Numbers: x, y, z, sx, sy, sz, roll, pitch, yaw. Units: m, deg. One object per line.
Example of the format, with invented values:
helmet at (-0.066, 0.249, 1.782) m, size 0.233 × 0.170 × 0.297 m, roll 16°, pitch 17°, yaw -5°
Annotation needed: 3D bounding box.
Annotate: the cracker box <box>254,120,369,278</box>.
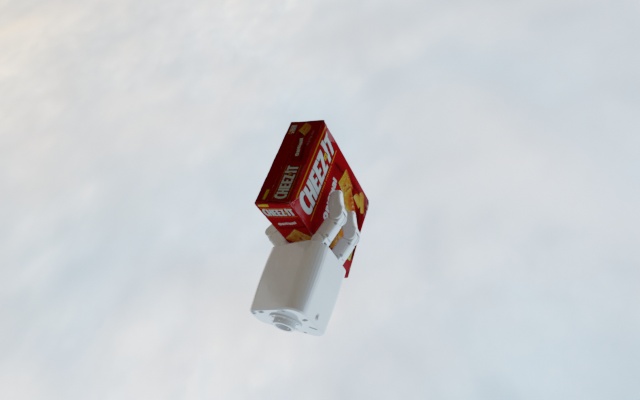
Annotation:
cracker box at (0.000, 0.003, 0.771) m, size 0.072 × 0.164 × 0.214 m, roll 0°, pitch -37°, yaw 29°
